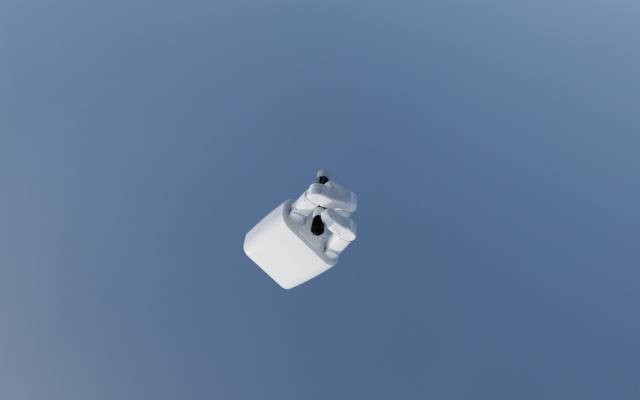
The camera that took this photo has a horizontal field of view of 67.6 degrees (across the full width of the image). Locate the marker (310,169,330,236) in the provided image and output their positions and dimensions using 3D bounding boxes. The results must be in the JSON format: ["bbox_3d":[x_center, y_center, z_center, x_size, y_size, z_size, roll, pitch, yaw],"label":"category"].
[{"bbox_3d":[0.000,0.002,0.681,0.020,0.121,0.020,3,-44,3],"label":"marker"}]
